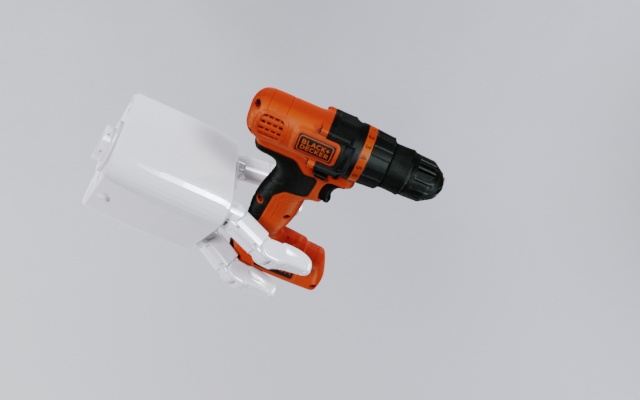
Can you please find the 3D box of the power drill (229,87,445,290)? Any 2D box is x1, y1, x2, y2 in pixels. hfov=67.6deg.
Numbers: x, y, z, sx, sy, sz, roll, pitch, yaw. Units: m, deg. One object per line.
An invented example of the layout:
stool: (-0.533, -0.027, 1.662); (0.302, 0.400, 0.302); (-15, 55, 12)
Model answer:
power drill: (0.000, 0.002, 0.463); (0.184, 0.188, 0.057); (24, 34, -3)
